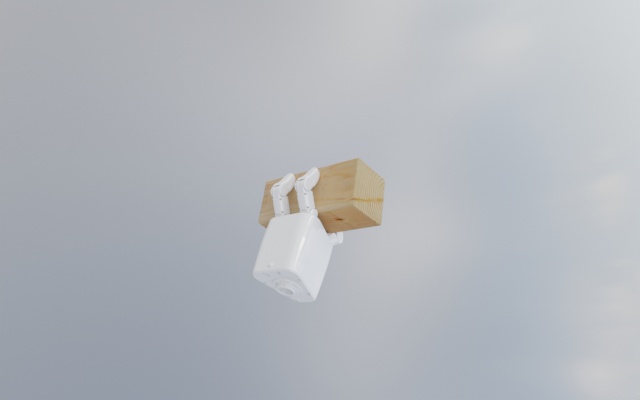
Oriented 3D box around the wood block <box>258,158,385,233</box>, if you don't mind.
[{"bbox_3d":[0.000,0.003,0.846,0.206,0.090,0.091,-11,-31,36],"label":"wood block"}]
